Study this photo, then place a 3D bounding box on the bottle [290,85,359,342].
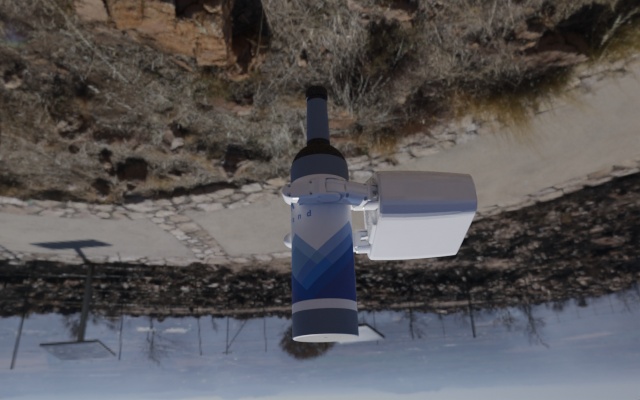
[{"bbox_3d":[0.000,0.002,0.532,0.069,0.295,0.069,-2,-22,-1],"label":"bottle"}]
